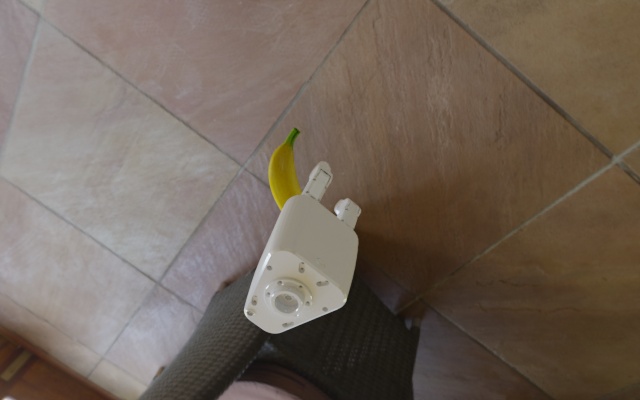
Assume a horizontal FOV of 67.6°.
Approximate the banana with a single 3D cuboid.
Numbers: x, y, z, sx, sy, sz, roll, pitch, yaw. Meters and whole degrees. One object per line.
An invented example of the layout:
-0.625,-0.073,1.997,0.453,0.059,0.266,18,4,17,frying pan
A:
-0.018,0.006,0.636,0.069,0.198,0.037,-23,20,11,banana
